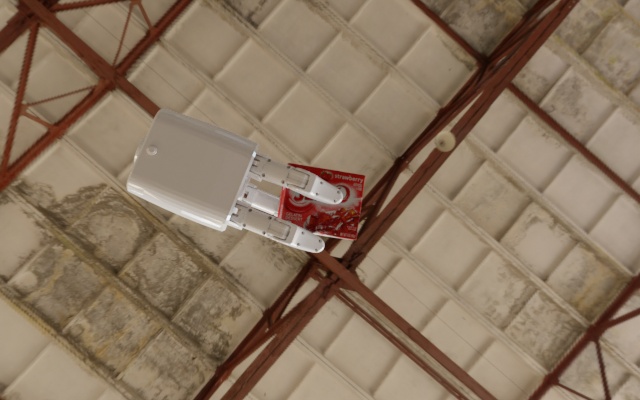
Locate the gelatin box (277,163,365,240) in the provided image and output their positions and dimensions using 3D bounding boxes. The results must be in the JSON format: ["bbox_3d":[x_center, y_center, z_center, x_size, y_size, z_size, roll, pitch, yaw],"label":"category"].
[{"bbox_3d":[0.000,0.002,0.526,0.089,0.073,0.030,9,-4,-15],"label":"gelatin box"}]
